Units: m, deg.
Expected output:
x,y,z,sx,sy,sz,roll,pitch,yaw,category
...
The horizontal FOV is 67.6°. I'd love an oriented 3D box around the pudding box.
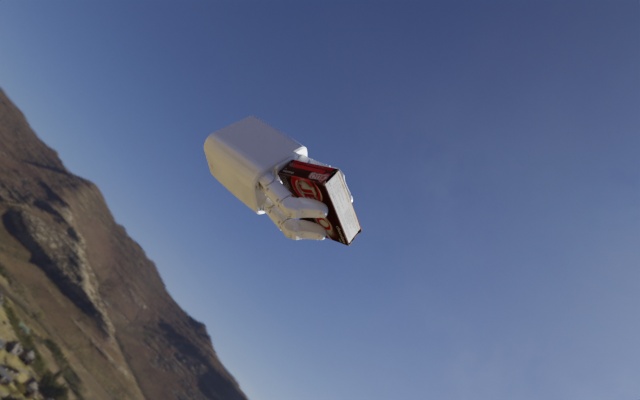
x,y,z,sx,sy,sz,roll,pitch,yaw,category
0.000,0.002,0.661,0.090,0.114,0.039,16,53,43,pudding box
